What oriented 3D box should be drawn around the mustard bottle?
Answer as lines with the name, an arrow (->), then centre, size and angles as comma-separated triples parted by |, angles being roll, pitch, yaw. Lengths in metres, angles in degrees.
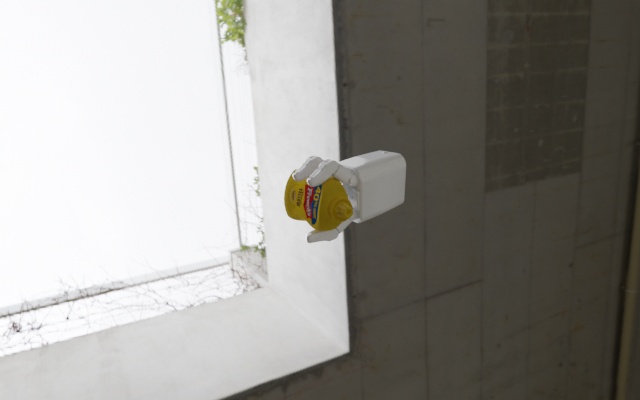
mustard bottle -> 0.000, 0.003, 0.844 | 0.058, 0.096, 0.191 | 7, 7, -30
